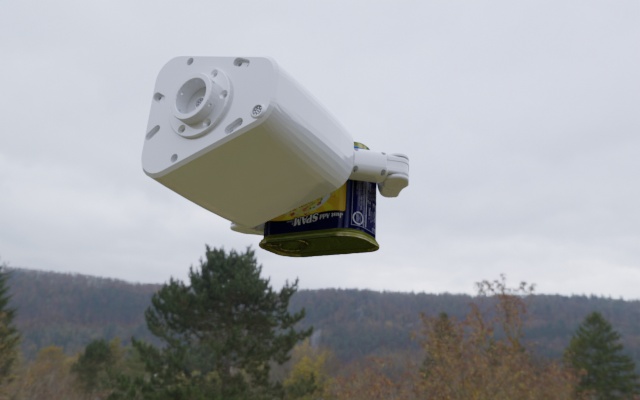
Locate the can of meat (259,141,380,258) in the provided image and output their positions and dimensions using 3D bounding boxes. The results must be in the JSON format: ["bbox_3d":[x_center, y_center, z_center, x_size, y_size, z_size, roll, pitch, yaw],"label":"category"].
[{"bbox_3d":[0.000,0.001,0.418,0.102,0.084,0.057,-8,-22,30],"label":"can of meat"}]
